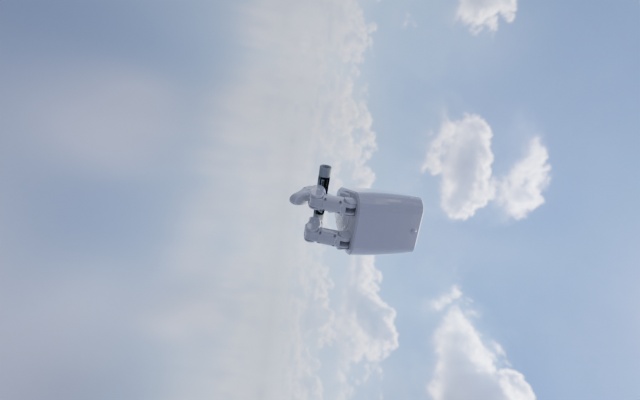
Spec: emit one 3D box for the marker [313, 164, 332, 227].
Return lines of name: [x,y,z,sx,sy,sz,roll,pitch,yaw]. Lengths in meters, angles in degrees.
marker: [0.000,0.002,0.754,0.020,0.121,0.020,7,24,-3]
